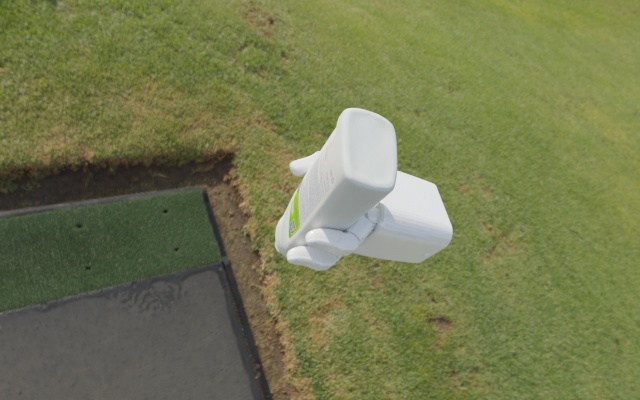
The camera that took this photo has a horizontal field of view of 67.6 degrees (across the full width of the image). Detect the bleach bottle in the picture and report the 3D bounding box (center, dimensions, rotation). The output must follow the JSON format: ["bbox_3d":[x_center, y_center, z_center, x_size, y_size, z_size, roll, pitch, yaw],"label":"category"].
[{"bbox_3d":[0.000,0.002,0.584,0.068,0.102,0.251,15,-32,-20],"label":"bleach bottle"}]
